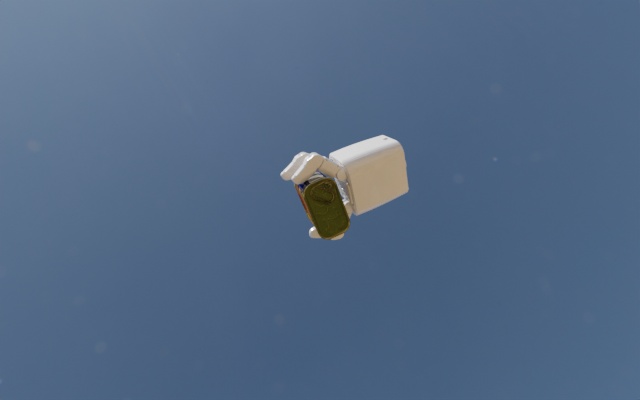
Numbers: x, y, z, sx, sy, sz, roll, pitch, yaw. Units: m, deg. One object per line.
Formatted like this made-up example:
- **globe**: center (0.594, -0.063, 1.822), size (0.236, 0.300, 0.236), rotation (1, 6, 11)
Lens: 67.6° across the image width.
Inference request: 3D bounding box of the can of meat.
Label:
- **can of meat**: center (0.000, 0.003, 0.801), size (0.057, 0.102, 0.084), rotation (-25, 22, -8)
